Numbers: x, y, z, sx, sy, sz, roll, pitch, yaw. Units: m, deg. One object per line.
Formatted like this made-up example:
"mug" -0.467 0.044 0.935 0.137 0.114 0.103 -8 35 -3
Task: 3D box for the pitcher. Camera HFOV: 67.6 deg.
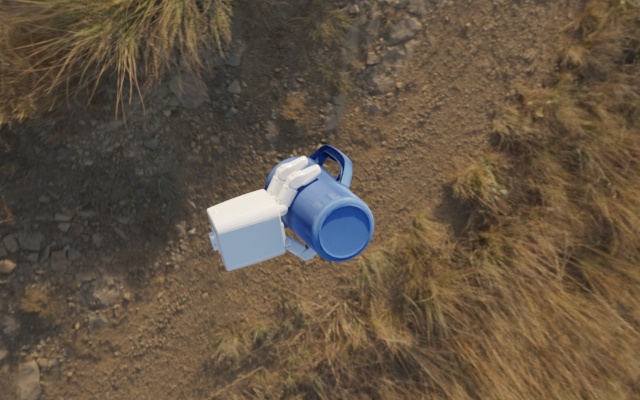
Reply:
"pitcher" 0.000 0.003 0.838 0.145 0.149 0.242 -17 23 -16
